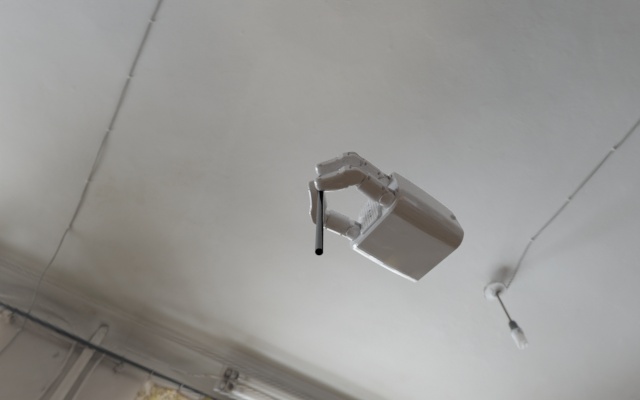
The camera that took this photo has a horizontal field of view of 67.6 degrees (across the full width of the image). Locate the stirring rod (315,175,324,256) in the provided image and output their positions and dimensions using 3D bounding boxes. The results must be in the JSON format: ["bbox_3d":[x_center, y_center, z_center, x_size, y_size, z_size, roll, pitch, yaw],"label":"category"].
[{"bbox_3d":[0.000,0.002,0.557,0.011,0.011,0.239,0,23,1],"label":"stirring rod"}]
